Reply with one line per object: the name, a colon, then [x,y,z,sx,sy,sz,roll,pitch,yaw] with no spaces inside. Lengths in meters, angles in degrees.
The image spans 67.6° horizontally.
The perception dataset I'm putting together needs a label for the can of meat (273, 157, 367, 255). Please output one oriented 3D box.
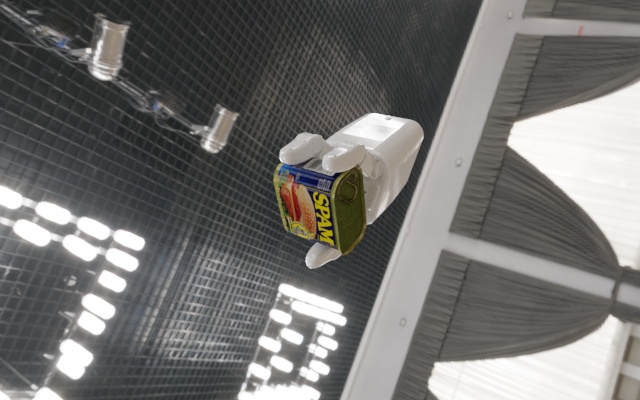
can of meat: [0.000,0.002,0.538,0.084,0.102,0.057,17,43,31]
